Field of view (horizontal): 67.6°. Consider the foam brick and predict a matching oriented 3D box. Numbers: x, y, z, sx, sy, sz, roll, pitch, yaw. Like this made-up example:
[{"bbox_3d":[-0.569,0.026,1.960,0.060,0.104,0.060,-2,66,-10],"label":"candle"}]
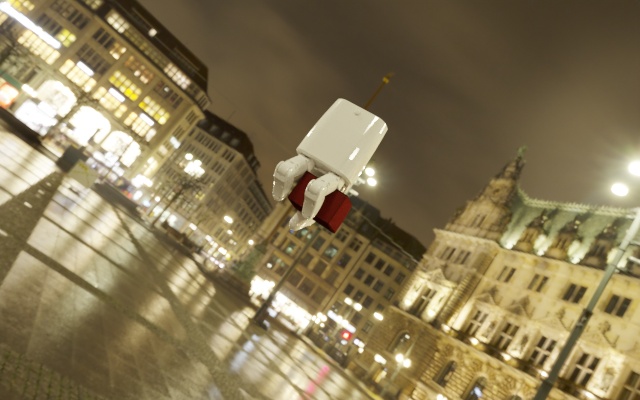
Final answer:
[{"bbox_3d":[0.000,0.003,0.707,0.078,0.051,0.053,32,-10,19],"label":"foam brick"}]
